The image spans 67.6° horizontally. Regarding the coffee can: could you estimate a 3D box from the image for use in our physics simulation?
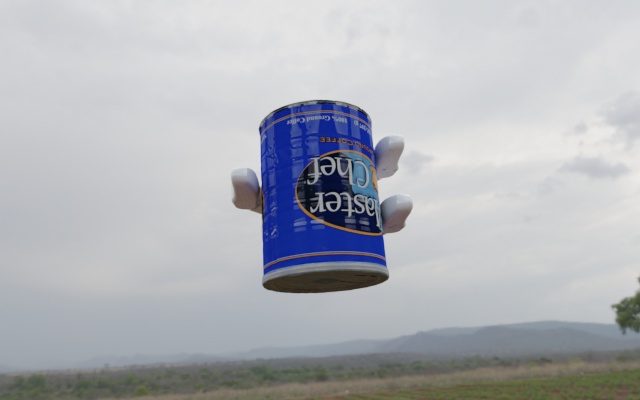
[{"bbox_3d":[0.000,0.001,0.408,0.103,0.140,0.103,-3,-19,-1],"label":"coffee can"}]
